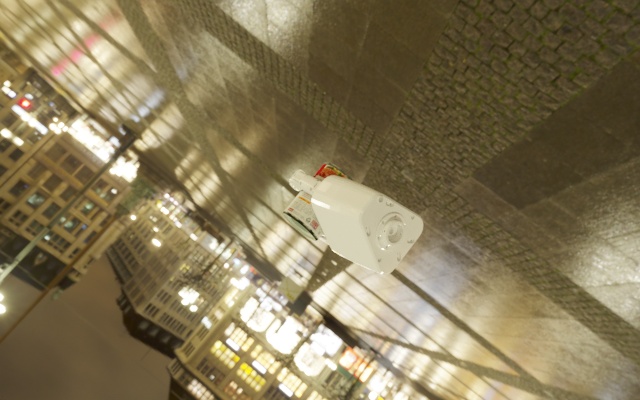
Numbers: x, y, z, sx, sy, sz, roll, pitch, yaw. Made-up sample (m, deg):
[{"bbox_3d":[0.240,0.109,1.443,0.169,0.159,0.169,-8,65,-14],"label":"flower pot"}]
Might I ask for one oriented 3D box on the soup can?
[{"bbox_3d":[0.000,0.002,0.719,0.068,0.102,0.068,38,-12,10],"label":"soup can"}]
